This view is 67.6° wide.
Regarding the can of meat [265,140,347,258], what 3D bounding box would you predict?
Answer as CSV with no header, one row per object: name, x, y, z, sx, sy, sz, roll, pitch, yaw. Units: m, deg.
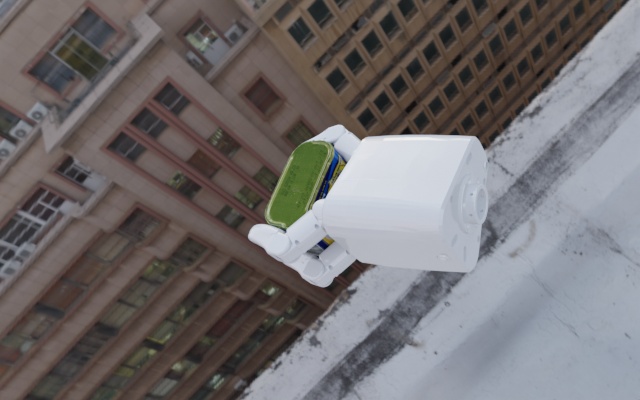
can of meat,0.000,0.001,0.483,0.057,0.102,0.084,7,-24,38
